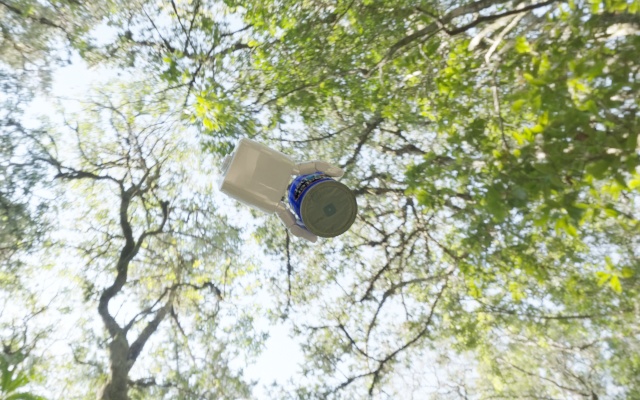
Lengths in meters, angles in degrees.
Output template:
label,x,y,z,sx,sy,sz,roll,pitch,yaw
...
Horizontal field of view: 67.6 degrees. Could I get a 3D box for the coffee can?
label,x,y,z,sx,sy,sz,roll,pitch,yaw
coffee can,0.000,0.003,0.895,0.103,0.103,0.140,0,11,-14
